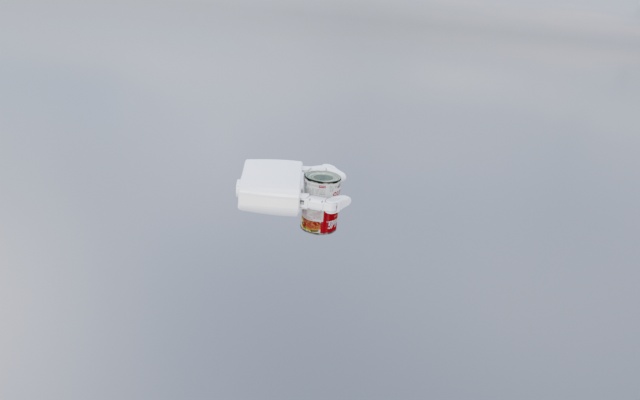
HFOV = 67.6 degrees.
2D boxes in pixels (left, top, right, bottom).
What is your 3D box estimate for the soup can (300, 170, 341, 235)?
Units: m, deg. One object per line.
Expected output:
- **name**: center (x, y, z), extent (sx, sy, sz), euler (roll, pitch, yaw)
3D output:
- **soup can**: center (0.001, 0.003, 0.867), extent (0.068, 0.102, 0.068), euler (4, 21, -2)
